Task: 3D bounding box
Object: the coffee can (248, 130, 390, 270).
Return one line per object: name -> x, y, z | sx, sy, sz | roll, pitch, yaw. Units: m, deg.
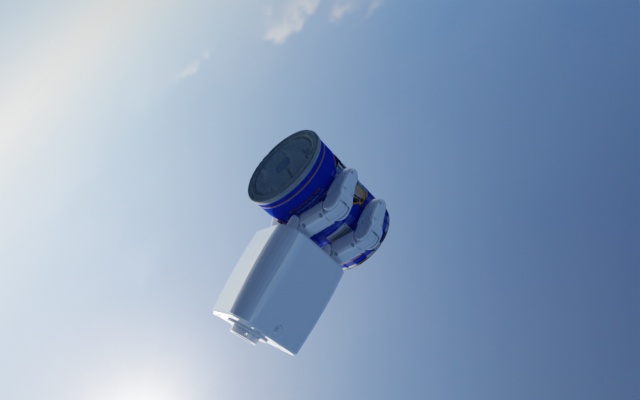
coffee can -> 0.000, 0.002, 0.560 | 0.103, 0.102, 0.140 | 0, -37, 51
